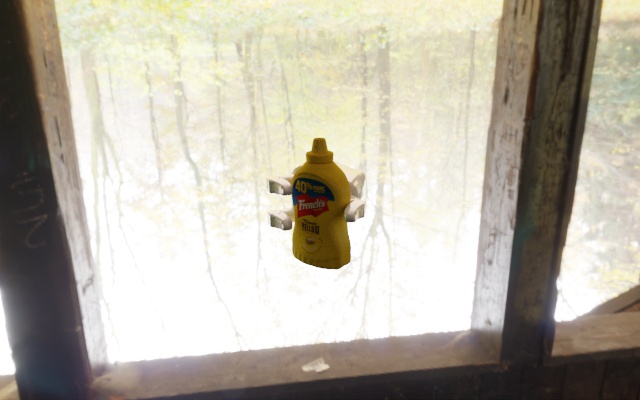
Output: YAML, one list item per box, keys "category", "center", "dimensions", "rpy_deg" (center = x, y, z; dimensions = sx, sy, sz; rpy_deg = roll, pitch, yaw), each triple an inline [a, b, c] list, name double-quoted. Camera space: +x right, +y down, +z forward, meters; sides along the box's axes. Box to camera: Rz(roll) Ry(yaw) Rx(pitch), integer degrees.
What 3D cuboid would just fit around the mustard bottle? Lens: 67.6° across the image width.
- category: "mustard bottle"
  center: [0.000, 0.003, 0.712]
  dimensions: [0.096, 0.192, 0.058]
  rpy_deg: [12, 21, 37]
